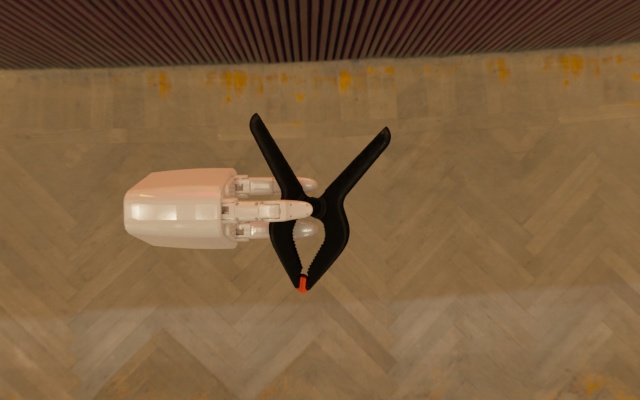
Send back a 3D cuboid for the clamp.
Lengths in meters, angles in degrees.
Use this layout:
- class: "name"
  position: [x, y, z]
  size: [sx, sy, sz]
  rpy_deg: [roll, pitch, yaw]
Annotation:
- class: "clamp"
  position: [0.000, 0.002, 0.557]
  size: [0.164, 0.210, 0.036]
  rpy_deg: [0, 2, 3]
